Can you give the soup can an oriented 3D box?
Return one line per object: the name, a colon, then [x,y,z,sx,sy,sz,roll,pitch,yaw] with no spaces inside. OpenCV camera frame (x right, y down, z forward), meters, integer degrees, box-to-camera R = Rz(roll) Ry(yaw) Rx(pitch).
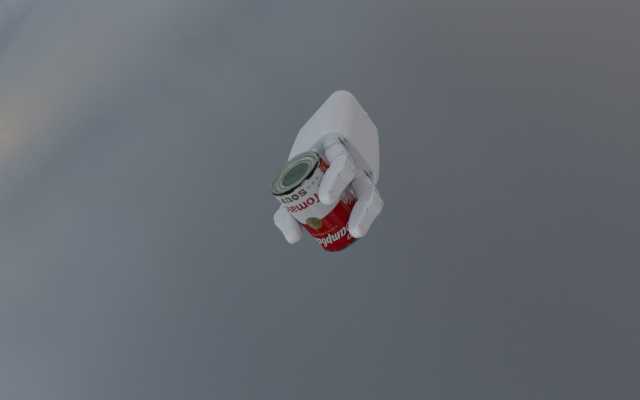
soup can: [0.000,0.002,0.543,0.068,0.068,0.102,0,-41,50]
